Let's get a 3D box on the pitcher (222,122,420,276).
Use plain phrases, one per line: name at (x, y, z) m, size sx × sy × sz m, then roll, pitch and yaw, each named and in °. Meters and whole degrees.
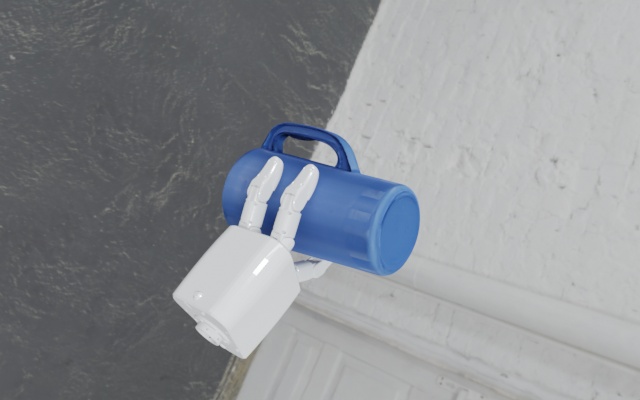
pitcher at (0.000, 0.002, 0.612) m, size 0.243 × 0.149 × 0.145 m, roll 14°, pitch 51°, yaw 38°
